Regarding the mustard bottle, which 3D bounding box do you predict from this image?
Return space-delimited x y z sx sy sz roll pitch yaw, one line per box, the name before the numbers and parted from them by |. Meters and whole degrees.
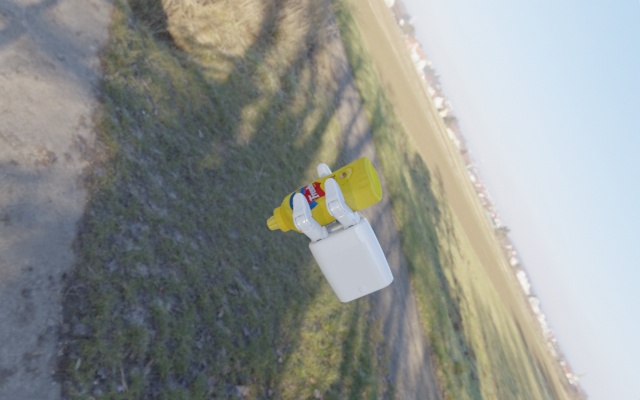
mustard bottle | 0.000 0.002 0.757 0.191 0.058 0.096 -25 32 16
